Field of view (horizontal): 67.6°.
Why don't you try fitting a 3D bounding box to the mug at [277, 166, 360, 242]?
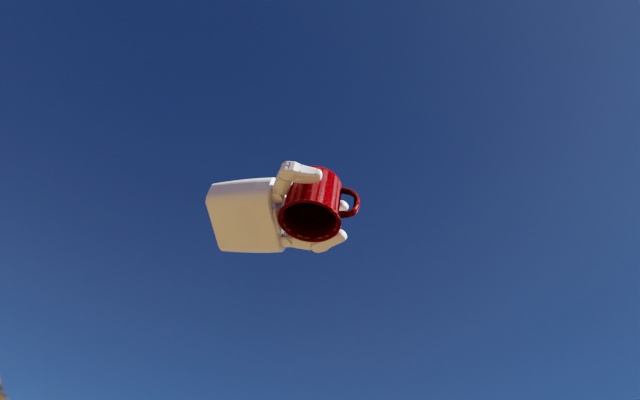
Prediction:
[{"bbox_3d":[0.002,0.002,0.714,0.117,0.081,0.093,-2,-44,12],"label":"mug"}]
